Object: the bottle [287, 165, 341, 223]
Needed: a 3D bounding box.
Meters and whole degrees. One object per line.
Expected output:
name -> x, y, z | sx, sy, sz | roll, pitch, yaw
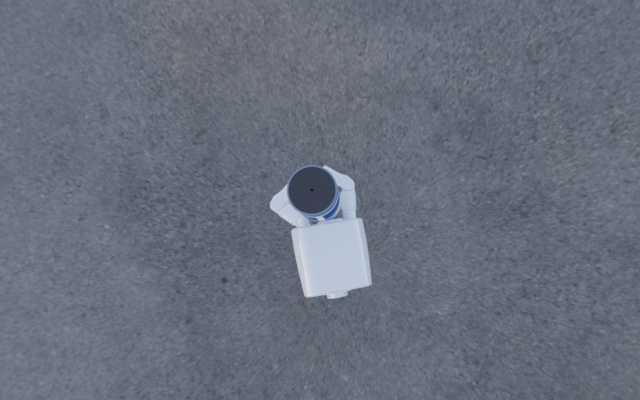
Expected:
bottle -> 0.000, 0.002, 0.764 | 0.069, 0.069, 0.296 | 0, -6, 4
